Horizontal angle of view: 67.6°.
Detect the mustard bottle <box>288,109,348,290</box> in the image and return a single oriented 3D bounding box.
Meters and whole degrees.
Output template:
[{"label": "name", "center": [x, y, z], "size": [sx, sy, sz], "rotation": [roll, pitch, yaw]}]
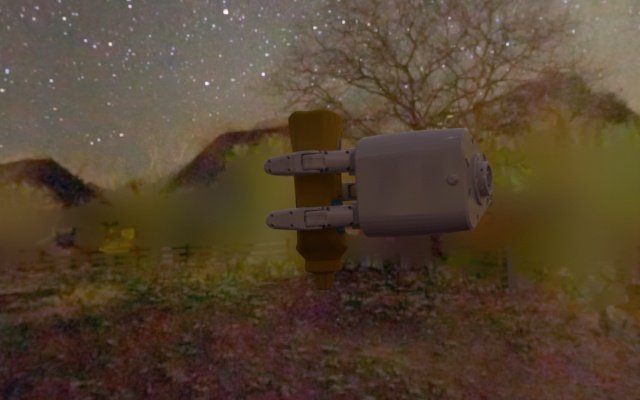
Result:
[{"label": "mustard bottle", "center": [0.000, 0.001, 0.528], "size": [0.058, 0.191, 0.096], "rotation": [-3, 0, 7]}]
